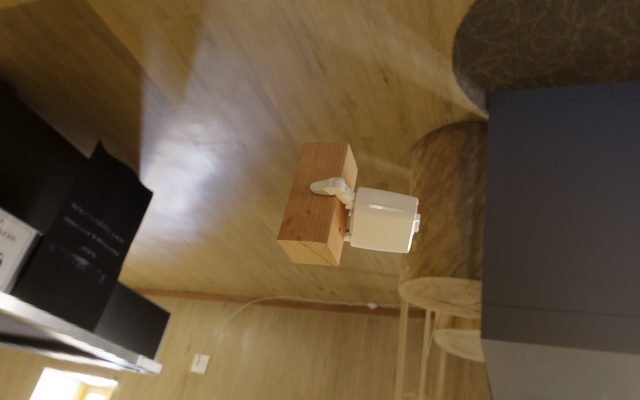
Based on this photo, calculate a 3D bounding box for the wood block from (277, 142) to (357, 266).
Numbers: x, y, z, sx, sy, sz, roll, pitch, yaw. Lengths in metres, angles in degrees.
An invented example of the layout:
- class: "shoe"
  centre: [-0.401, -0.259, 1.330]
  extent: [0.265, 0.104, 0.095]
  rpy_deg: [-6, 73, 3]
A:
- class: "wood block"
  centre: [0.000, 0.003, 0.861]
  extent: [0.090, 0.206, 0.091]
  rpy_deg: [2, -32, 19]
